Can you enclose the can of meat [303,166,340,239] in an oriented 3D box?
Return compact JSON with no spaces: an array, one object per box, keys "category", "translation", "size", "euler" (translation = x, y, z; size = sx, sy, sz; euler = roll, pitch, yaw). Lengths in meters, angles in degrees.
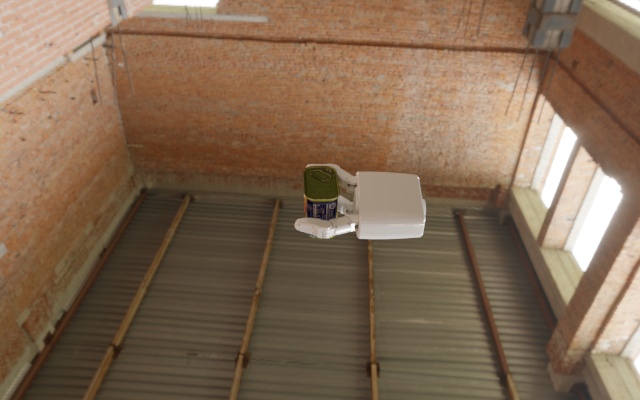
[{"category":"can of meat","translation":[0.000,0.003,0.806],"size":[0.057,0.084,0.102],"euler":[-1,36,-3]}]
